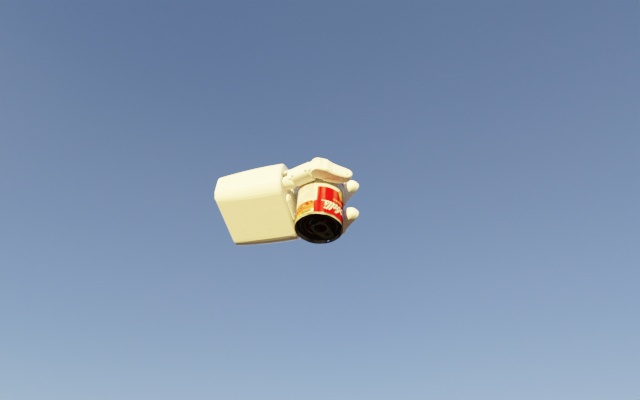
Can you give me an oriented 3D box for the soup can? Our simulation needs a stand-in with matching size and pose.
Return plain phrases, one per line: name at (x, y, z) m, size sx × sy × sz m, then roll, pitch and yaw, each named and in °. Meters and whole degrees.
soup can at (0.001, 0.002, 0.690) m, size 0.068 × 0.102 × 0.069 m, roll 2°, pitch -42°, yaw 2°
